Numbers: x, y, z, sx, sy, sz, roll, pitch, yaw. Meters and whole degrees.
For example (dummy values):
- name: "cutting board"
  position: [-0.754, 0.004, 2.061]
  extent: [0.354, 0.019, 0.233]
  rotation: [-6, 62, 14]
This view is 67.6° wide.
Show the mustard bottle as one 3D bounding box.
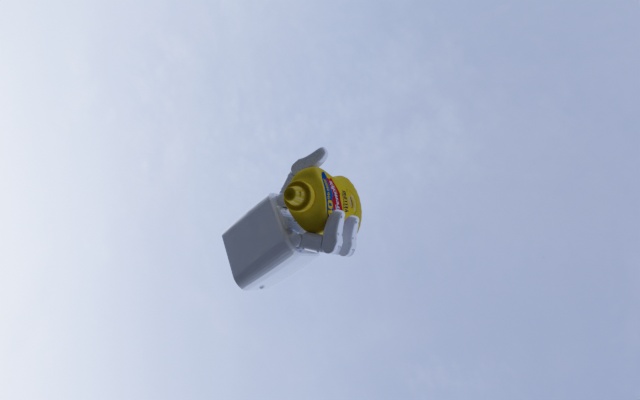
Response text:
- name: "mustard bottle"
  position: [0.001, 0.002, 0.684]
  extent: [0.058, 0.096, 0.191]
  rotation: [-11, -11, 24]
